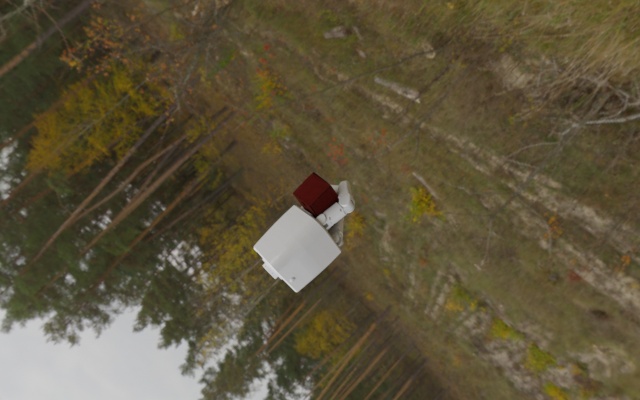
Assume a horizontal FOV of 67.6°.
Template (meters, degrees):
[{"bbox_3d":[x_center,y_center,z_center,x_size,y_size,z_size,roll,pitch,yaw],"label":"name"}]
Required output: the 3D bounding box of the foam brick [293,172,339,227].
[{"bbox_3d":[0.000,0.002,0.808,0.053,0.051,0.078,38,-12,44],"label":"foam brick"}]
